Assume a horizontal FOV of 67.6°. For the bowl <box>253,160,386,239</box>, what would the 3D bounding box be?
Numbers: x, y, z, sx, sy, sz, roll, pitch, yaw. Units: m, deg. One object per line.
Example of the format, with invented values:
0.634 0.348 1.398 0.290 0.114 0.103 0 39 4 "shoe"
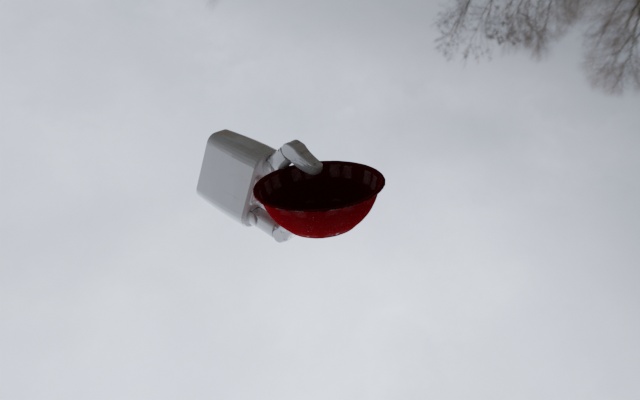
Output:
0.001 0.003 0.591 0.162 0.055 0.162 -4 23 2 "bowl"
